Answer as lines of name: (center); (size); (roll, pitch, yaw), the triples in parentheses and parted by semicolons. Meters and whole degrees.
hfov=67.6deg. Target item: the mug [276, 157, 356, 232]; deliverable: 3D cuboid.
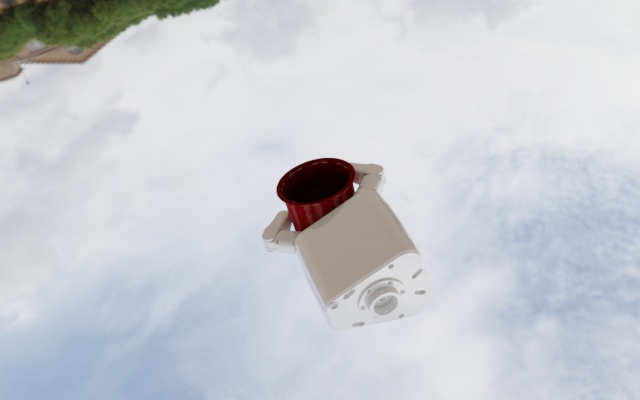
mug: (0.000, 0.001, 0.576); (0.093, 0.082, 0.117); (-20, 35, -5)
